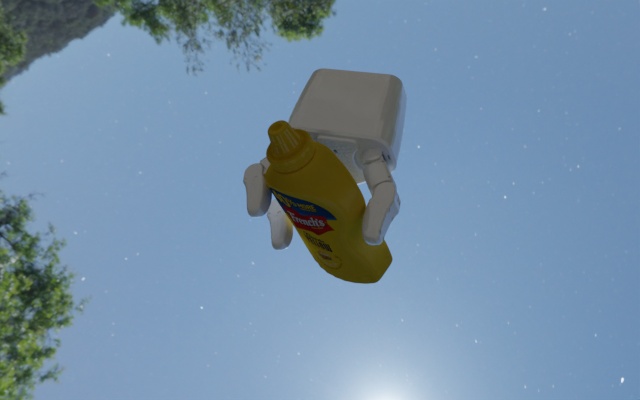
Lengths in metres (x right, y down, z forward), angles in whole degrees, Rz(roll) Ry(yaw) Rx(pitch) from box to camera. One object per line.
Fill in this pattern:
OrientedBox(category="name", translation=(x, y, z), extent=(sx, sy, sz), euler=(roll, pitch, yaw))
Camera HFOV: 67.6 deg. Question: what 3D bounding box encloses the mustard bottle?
OrientedBox(category="mustard bottle", translation=(0.000, 0.002, 0.446), extent=(0.096, 0.058, 0.192), euler=(22, -28, 39))
